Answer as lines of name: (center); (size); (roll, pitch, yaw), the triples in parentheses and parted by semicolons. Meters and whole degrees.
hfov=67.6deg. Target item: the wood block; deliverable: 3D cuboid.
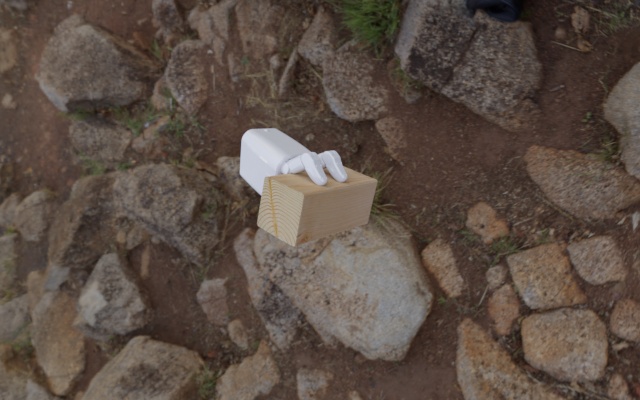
wood block: (0.000, 0.003, 0.831); (0.090, 0.091, 0.206); (25, 24, 34)
